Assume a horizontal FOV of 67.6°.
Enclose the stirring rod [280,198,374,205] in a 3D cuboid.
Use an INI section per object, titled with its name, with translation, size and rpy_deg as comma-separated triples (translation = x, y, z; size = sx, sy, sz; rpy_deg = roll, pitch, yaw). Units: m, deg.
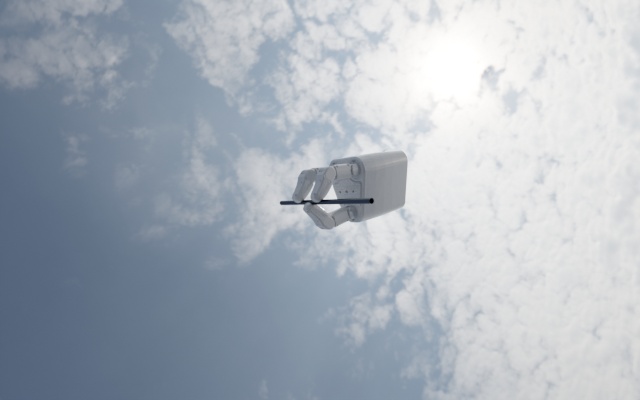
[stirring rod]
translation = 0.000, 0.002, 0.732
size = 0.011, 0.011, 0.239
rpy_deg = 0, -1, -34
